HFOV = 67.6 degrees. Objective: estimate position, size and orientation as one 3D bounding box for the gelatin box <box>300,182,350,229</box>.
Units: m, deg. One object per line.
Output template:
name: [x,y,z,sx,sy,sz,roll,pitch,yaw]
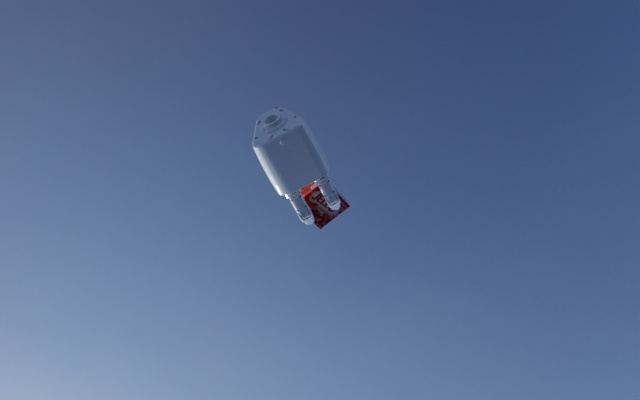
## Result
gelatin box: [0.000,0.003,0.886,0.089,0.073,0.030,44,11,-40]
